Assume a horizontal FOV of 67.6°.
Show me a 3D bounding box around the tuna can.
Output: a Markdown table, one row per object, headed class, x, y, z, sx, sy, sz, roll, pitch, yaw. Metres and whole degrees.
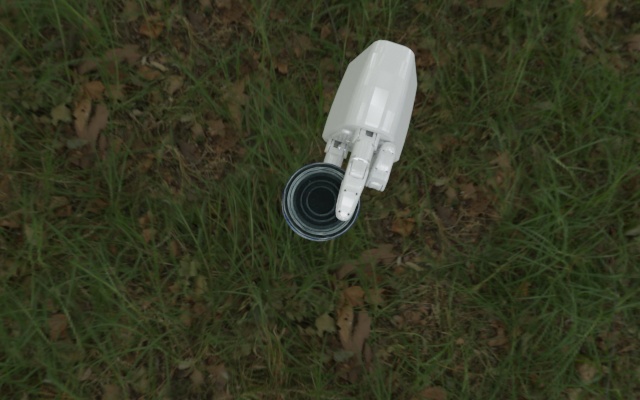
| class | x | y | z | sx | sy | sz | roll | pitch | yaw |
| --- | --- | --- | --- | --- | --- | --- | --- | --- | --- |
| tuna can | 0.000 | 0.002 | 0.525 | 0.086 | 0.086 | 0.034 | 0 | -5 | -5 |
